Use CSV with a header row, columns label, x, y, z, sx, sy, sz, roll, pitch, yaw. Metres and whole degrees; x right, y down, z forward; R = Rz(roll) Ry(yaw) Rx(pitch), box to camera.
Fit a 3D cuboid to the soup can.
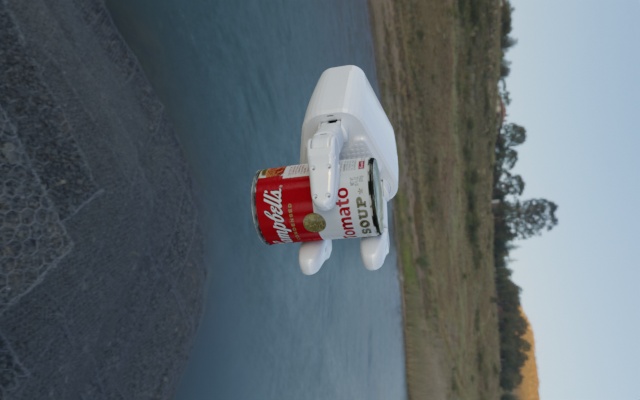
label,x,y,z,sx,sy,sz,roll,pitch,yaw
soup can,0.000,0.002,0.412,0.102,0.068,0.068,-6,-1,13
